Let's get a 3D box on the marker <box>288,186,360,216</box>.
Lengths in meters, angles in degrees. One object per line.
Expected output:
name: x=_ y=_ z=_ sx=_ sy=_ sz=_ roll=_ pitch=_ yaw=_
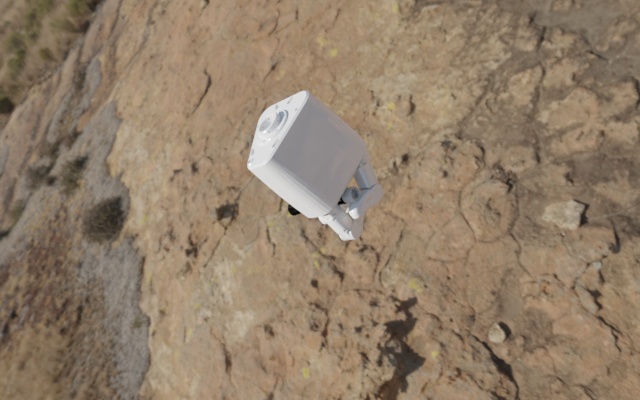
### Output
marker: x=0.000 y=0.002 z=0.615 sx=0.020 sy=0.020 sz=0.121 roll=0 pitch=-10 yaw=-45
